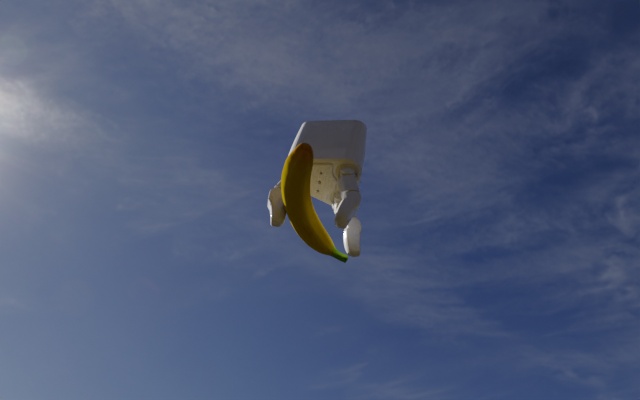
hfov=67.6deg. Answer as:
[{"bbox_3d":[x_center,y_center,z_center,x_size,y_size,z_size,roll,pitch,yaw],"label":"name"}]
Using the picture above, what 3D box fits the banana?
[{"bbox_3d":[-0.016,0.005,0.621,0.069,0.198,0.037,-2,42,22],"label":"banana"}]
